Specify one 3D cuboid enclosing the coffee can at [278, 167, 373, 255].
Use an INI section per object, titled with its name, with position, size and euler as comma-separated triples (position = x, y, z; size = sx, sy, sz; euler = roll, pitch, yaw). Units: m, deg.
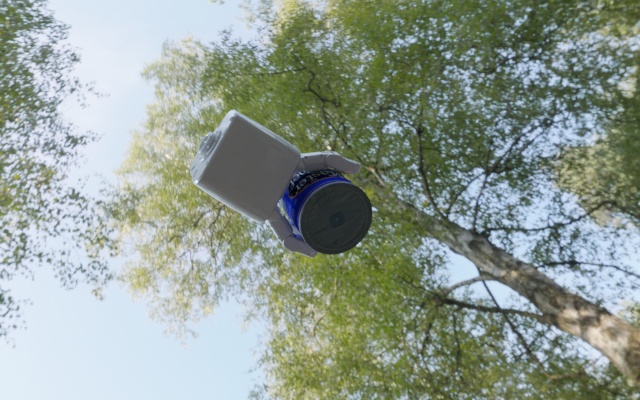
[coffee can]
position = 0.000, 0.002, 0.691
size = 0.103, 0.103, 0.140
euler = 0, 20, -20
